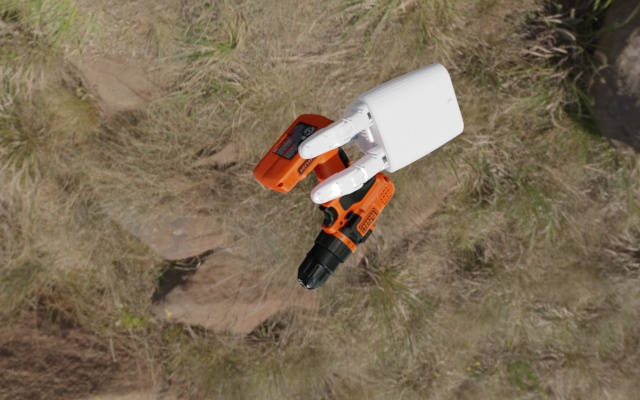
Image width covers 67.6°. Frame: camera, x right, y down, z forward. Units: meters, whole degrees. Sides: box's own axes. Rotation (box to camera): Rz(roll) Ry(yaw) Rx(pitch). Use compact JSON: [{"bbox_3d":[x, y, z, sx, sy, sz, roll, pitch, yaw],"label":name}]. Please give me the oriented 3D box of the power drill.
[{"bbox_3d":[0.000,0.001,0.588,0.057,0.184,0.188,24,-18,43],"label":"power drill"}]
